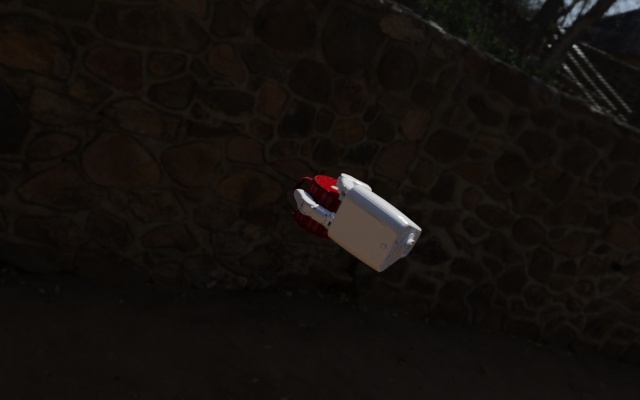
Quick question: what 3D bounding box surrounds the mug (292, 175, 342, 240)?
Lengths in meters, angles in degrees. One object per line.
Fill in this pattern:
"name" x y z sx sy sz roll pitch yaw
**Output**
"mug" -0.001 0.002 0.844 0.117 0.081 0.093 37 23 26
